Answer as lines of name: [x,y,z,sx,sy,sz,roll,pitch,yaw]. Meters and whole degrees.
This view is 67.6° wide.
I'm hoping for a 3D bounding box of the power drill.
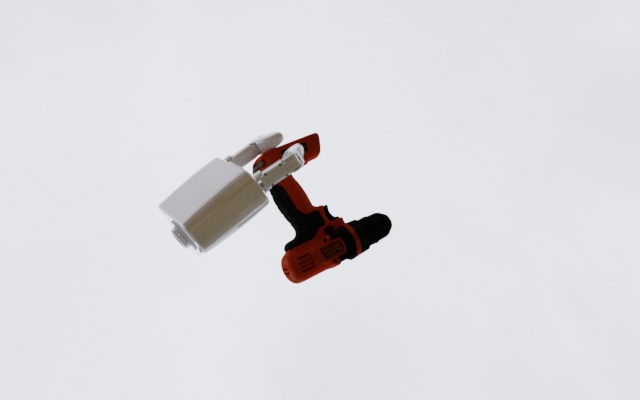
power drill: [0.000,0.002,0.682,0.184,0.187,0.057,-24,-4,-29]
